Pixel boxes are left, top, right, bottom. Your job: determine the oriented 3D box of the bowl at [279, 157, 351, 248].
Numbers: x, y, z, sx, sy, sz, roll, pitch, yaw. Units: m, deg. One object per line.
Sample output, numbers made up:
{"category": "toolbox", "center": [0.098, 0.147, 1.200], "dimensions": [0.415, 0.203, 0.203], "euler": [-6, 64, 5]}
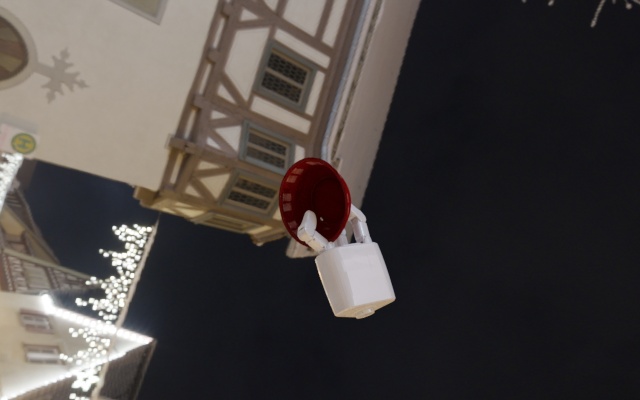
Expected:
{"category": "bowl", "center": [0.000, 0.001, 0.861], "dimensions": [0.162, 0.162, 0.055], "euler": [0, 5, 39]}
